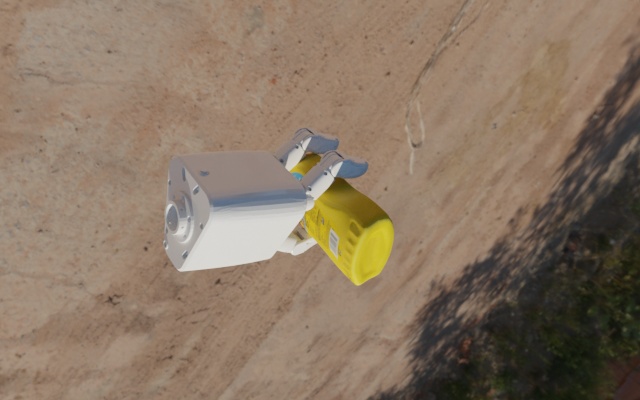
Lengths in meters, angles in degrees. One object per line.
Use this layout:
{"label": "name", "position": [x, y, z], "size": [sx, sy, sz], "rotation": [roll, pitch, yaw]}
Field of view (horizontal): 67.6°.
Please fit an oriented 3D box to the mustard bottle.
{"label": "mustard bottle", "position": [0.001, 0.002, 0.544], "size": [0.058, 0.096, 0.191], "rotation": [-26, 49, -25]}
